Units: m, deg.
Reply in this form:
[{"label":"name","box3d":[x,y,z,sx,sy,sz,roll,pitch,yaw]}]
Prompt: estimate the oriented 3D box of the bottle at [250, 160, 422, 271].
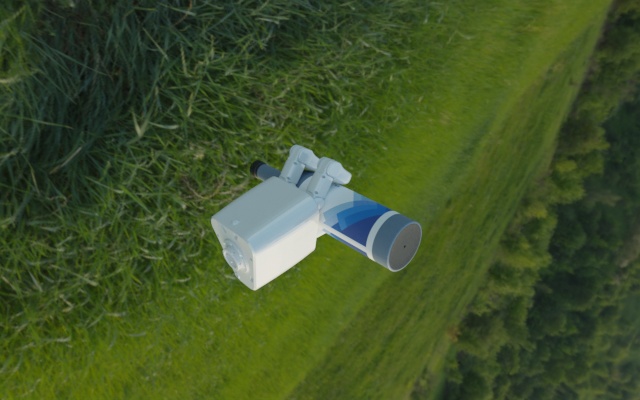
[{"label":"bottle","box3d":[0.000,0.002,0.664,0.295,0.069,0.069,28,18,39]}]
